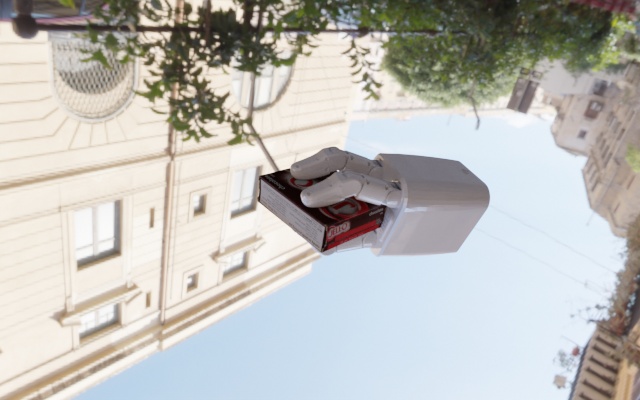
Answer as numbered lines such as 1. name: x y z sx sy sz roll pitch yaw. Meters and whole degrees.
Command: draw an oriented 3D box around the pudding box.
1. pudding box: 0.000 0.002 0.516 0.090 0.039 0.113 -18 38 -40
